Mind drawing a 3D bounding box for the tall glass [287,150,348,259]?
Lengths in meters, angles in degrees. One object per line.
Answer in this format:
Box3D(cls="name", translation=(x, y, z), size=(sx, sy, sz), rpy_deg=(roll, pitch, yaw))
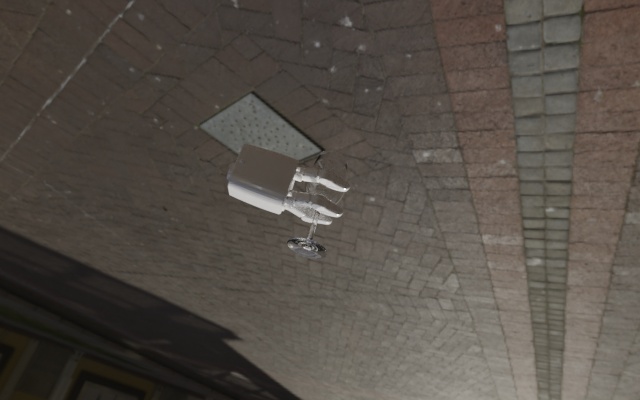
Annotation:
Box3D(cls="tall glass", translation=(0.000, 0.004, 0.895), size=(0.079, 0.201, 0.079), rpy_deg=(13, -30, 7))
